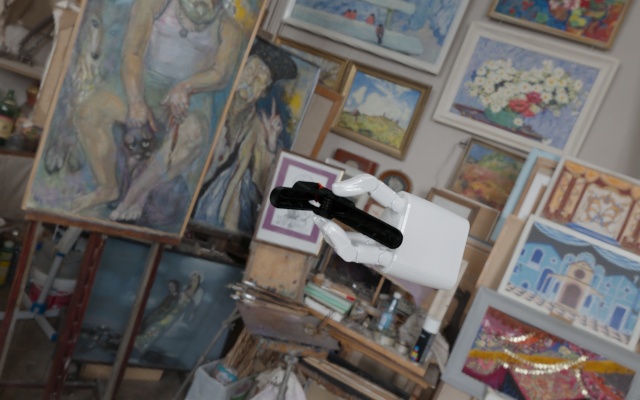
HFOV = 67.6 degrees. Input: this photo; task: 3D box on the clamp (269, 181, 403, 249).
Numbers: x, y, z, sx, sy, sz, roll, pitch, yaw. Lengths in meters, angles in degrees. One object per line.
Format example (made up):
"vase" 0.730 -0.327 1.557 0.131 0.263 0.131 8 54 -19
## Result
"clamp" 0.000 0.001 0.629 0.164 0.036 0.210 20 7 -18
